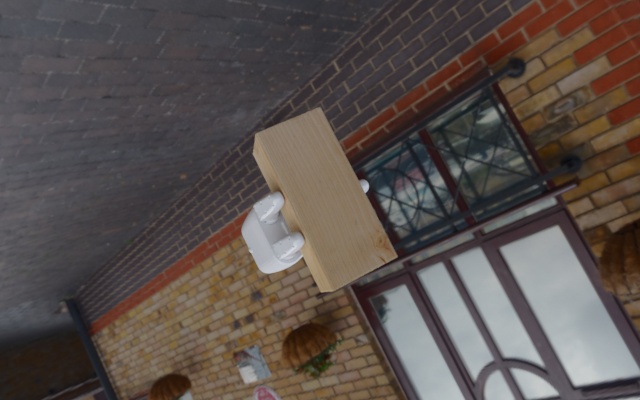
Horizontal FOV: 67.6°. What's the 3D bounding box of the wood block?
[{"bbox_3d":[0.000,0.002,0.604,0.091,0.206,0.090,-25,-6,-14],"label":"wood block"}]
